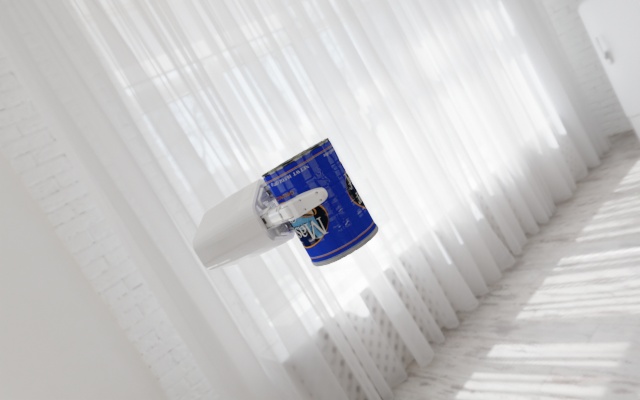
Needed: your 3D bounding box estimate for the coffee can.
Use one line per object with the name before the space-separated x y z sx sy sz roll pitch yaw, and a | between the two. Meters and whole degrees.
coffee can | 0.000 0.002 0.639 0.103 0.140 0.103 -29 7 4
